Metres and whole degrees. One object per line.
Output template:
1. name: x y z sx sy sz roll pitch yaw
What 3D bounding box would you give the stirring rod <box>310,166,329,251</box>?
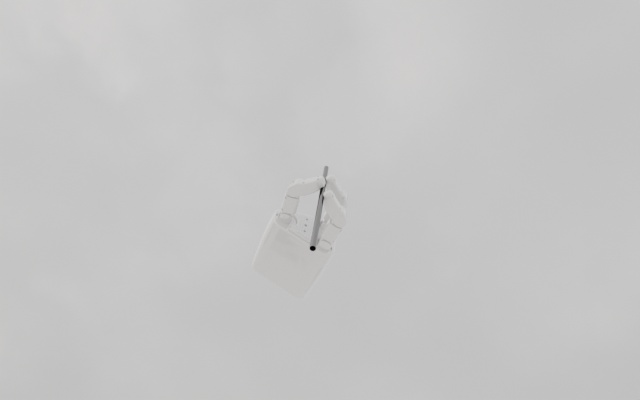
1. stirring rod: 0.000 0.002 0.690 0.011 0.011 0.239 0 28 5
